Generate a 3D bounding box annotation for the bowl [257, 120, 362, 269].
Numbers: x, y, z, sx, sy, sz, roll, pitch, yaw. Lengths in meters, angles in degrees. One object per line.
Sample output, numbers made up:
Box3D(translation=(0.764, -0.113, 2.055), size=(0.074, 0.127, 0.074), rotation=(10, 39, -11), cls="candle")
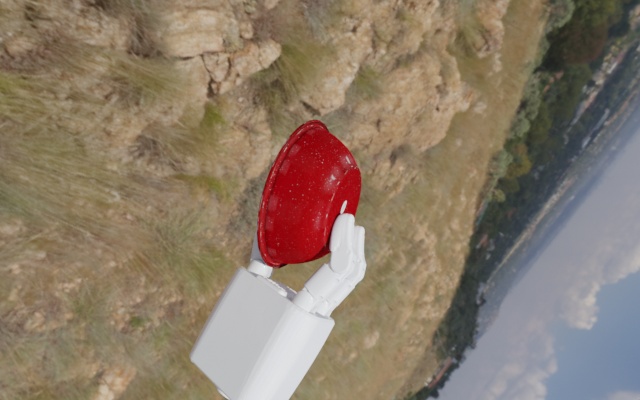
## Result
Box3D(translation=(0.001, 0.000, 0.494), size=(0.055, 0.162, 0.162), rotation=(17, 6, 21), cls="bowl")
